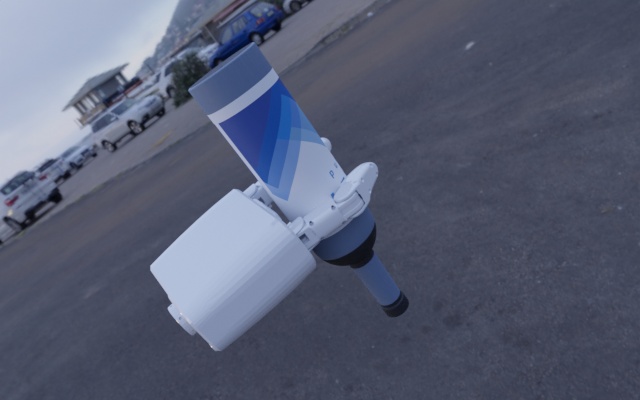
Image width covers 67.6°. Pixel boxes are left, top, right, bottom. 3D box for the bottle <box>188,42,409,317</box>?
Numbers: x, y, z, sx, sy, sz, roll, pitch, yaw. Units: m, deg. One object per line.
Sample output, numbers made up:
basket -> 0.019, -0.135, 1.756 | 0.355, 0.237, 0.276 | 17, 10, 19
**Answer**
bottle -> 0.000, 0.001, 0.441 | 0.069, 0.296, 0.069 | -30, 23, 14
